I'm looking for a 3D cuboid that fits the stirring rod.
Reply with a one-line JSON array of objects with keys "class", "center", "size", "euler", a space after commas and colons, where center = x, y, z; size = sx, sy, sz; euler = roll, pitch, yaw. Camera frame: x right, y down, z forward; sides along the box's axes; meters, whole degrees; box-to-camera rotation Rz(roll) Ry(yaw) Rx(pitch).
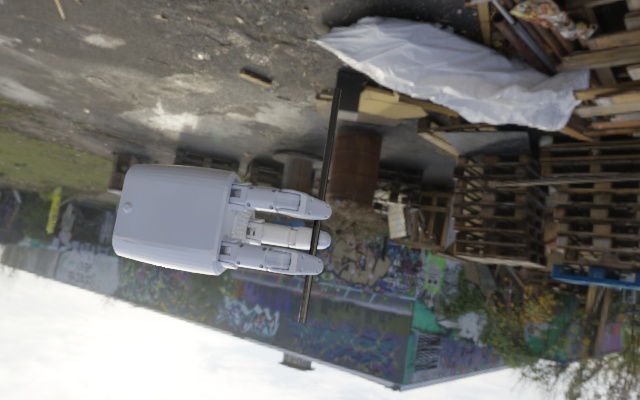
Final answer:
[{"class": "stirring rod", "center": [0.000, 0.001, 0.483], "size": [0.011, 0.239, 0.011], "euler": [9, -8, 1]}]
